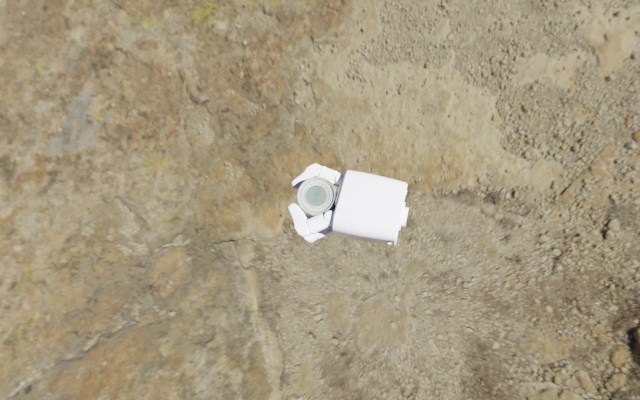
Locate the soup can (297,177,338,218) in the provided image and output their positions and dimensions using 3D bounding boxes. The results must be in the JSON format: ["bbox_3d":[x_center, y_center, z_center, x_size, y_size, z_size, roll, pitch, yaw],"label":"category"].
[{"bbox_3d":[0.000,0.002,0.838,0.068,0.068,0.102,0,-12,9],"label":"soup can"}]
